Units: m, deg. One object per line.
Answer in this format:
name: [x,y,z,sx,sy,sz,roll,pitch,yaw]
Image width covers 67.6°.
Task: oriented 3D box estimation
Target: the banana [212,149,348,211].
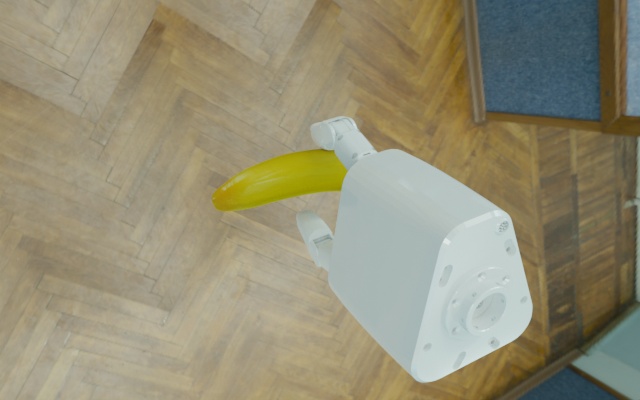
banana: [0.009,-0.014,0.413,0.198,0.070,0.037,4,29,-30]
